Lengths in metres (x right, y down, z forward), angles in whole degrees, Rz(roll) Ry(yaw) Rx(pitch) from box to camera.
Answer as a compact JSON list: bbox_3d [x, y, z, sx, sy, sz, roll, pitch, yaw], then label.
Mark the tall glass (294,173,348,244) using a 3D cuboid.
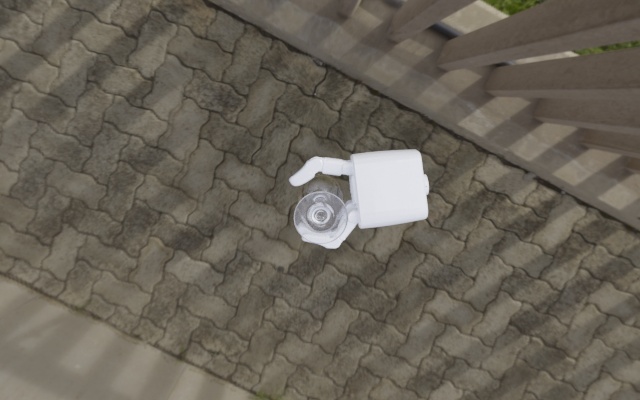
[{"bbox_3d":[0.000,0.003,0.748,0.079,0.079,0.201,0,13,-1],"label":"tall glass"}]
